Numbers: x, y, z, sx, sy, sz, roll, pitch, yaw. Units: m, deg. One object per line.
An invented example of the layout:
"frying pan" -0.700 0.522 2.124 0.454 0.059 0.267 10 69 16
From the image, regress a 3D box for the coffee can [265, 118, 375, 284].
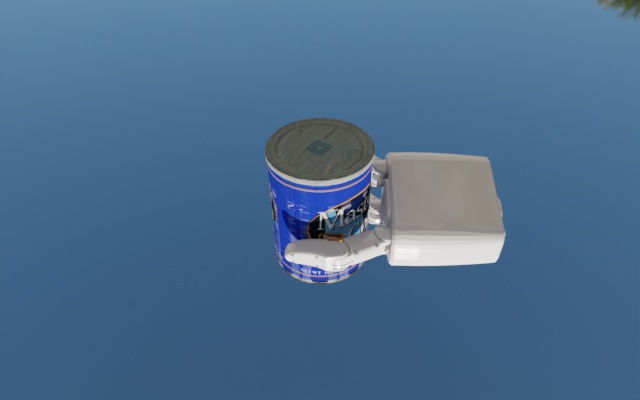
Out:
"coffee can" 0.000 0.002 0.492 0.103 0.140 0.102 0 41 0
